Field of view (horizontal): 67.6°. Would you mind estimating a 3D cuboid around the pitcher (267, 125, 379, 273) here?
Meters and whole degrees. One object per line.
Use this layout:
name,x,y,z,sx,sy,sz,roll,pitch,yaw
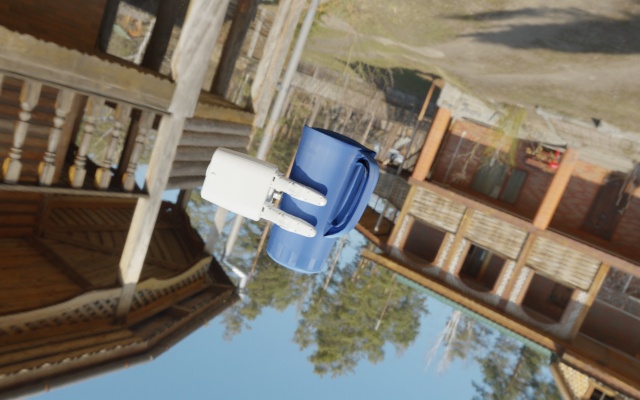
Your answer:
pitcher,0.000,0.003,0.828,0.145,0.243,0.149,21,10,0
